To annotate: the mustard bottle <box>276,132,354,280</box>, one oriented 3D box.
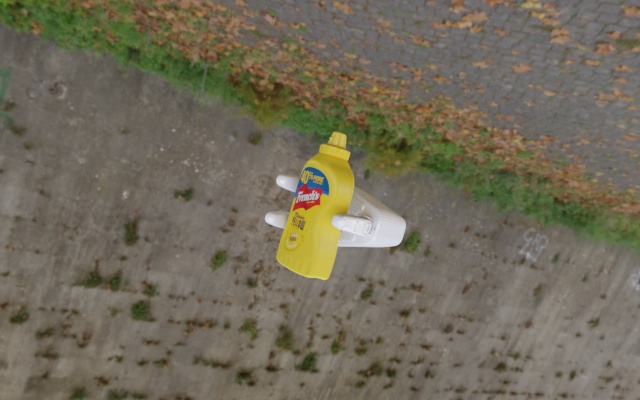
[{"bbox_3d":[0.000,0.002,0.641,0.058,0.191,0.096,15,2,-33],"label":"mustard bottle"}]
